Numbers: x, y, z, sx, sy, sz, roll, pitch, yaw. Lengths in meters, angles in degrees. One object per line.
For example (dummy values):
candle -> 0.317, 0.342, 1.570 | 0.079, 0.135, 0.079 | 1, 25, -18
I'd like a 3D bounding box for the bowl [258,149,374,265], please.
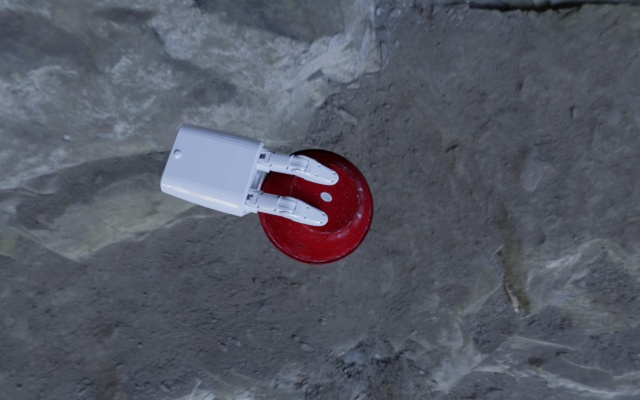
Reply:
bowl -> 0.002, 0.002, 0.628 | 0.162, 0.162, 0.055 | 0, -11, -12
